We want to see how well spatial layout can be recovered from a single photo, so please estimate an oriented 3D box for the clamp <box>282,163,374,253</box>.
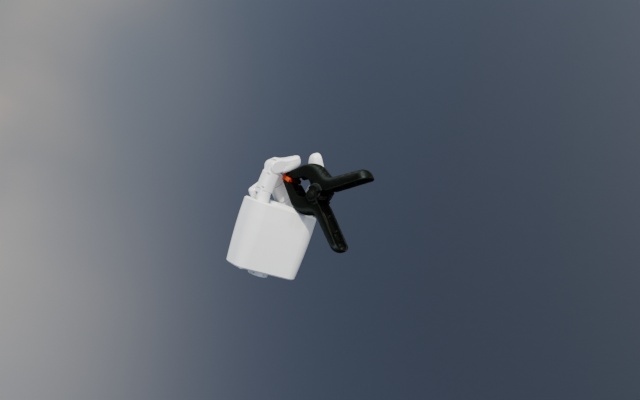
[{"bbox_3d":[0.000,0.002,0.702,0.039,0.120,0.171,19,-1,-41],"label":"clamp"}]
